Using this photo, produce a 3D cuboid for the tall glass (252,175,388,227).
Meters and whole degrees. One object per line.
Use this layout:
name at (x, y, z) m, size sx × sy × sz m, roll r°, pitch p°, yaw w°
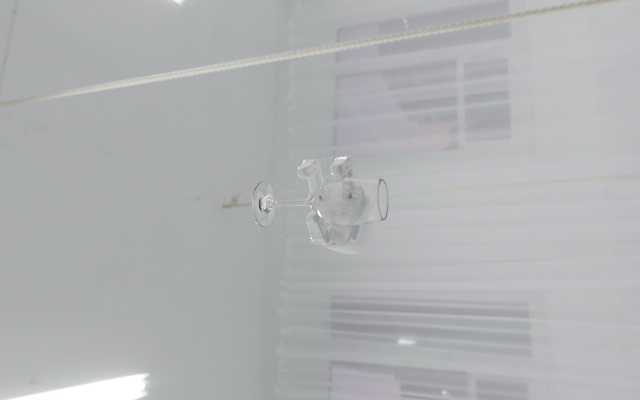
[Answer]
tall glass at (-0.001, 0.002, 0.737) m, size 0.201 × 0.079 × 0.079 m, roll -2°, pitch -1°, yaw 22°
